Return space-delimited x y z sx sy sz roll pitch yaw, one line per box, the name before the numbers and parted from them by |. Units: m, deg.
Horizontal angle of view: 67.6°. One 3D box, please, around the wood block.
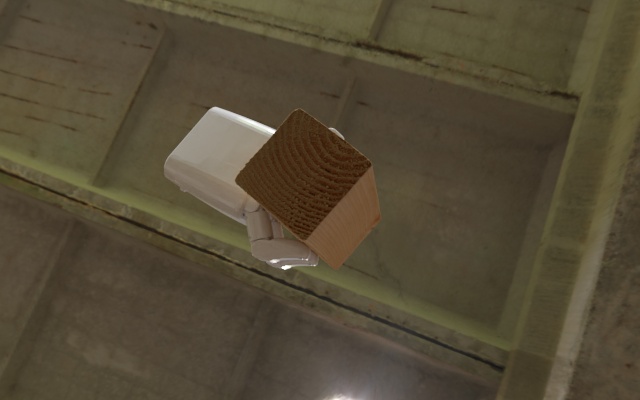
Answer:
wood block | 0.000 0.001 0.508 0.090 0.091 0.206 39 -5 17
